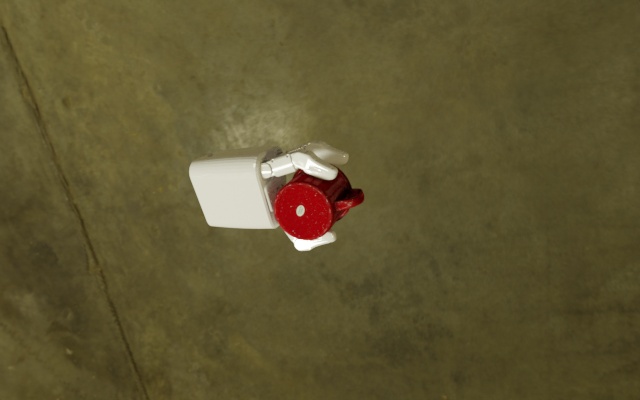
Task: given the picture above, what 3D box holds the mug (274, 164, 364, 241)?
[{"bbox_3d":[0.001,0.002,0.634,0.117,0.093,0.081,-2,18,19],"label":"mug"}]
